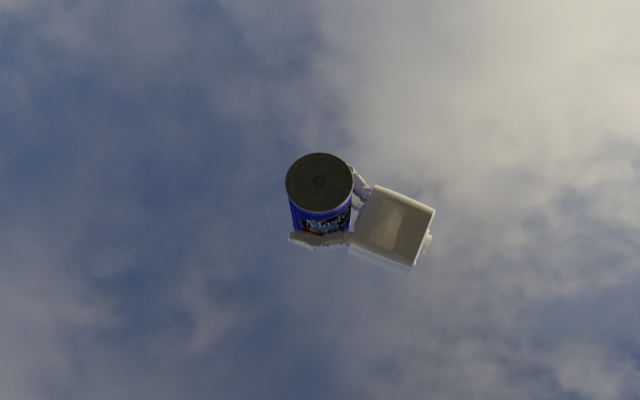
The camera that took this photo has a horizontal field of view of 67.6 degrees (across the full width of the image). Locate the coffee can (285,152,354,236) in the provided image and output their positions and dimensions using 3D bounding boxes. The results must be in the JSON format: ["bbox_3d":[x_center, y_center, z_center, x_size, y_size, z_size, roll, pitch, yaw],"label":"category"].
[{"bbox_3d":[0.000,0.002,0.774,0.103,0.102,0.140,0,-27,2],"label":"coffee can"}]
